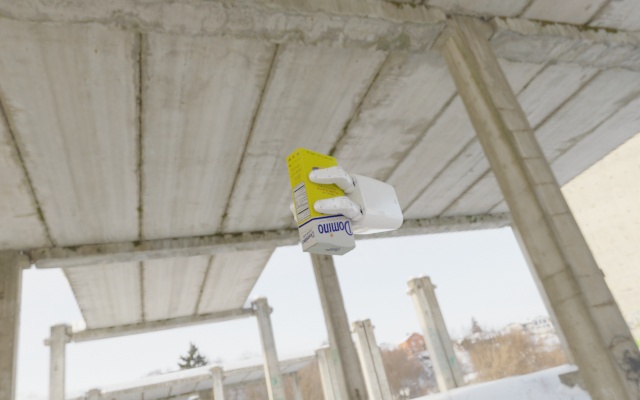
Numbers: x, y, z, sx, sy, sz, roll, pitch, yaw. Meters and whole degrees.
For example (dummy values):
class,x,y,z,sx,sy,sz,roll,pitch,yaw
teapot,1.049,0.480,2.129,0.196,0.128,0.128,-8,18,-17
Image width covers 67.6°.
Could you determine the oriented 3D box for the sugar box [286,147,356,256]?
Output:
class,x,y,z,sx,sy,sz,roll,pitch,yaw
sugar box,0.001,0.002,0.810,0.093,0.176,0.048,10,-34,-42
